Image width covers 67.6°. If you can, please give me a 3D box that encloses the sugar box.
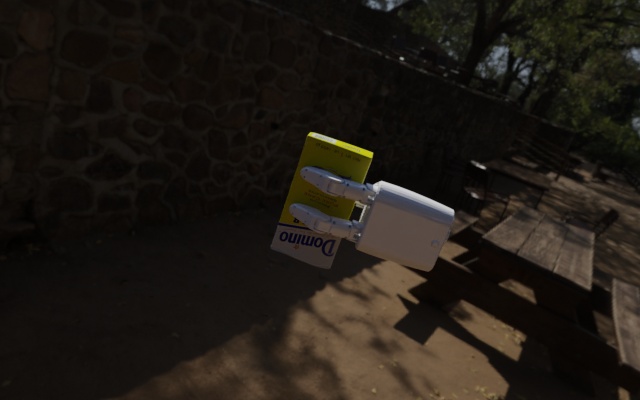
[{"bbox_3d":[0.000,0.002,0.668,0.093,0.176,0.048,20,17,3],"label":"sugar box"}]
